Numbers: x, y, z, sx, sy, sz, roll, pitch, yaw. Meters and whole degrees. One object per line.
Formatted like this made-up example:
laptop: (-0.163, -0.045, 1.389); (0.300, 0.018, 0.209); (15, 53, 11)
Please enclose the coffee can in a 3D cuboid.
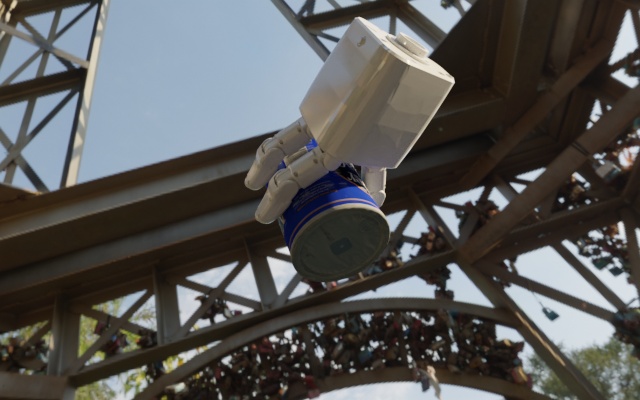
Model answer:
coffee can: (0.000, 0.002, 0.515); (0.103, 0.103, 0.140); (0, 39, -23)
